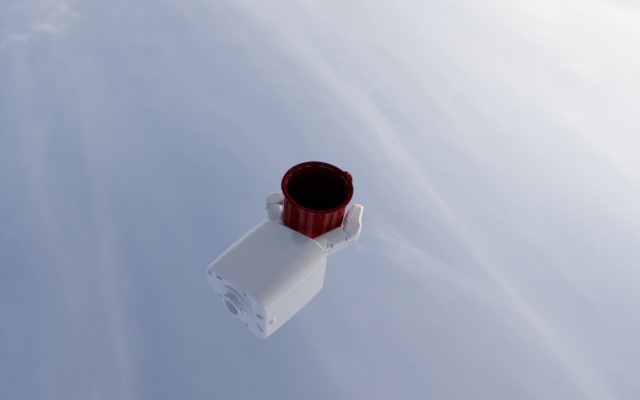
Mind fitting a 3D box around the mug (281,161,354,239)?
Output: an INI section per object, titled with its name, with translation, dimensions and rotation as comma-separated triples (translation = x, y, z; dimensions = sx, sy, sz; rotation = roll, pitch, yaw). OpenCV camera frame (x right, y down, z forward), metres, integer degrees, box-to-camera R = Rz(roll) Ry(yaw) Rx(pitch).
[mug]
translation = 0.001, 0.001, 0.644
dimensions = 0.093, 0.082, 0.117
rotation = 36, 53, 22
